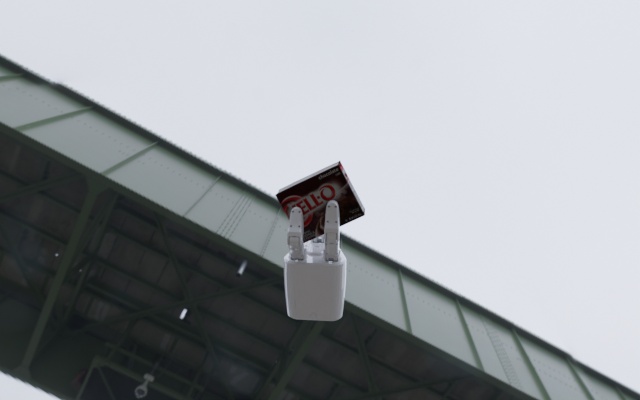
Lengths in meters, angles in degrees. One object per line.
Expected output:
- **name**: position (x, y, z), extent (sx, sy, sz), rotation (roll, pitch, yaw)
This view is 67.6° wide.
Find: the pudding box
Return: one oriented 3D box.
- **pudding box**: position (0.000, 0.002, 0.741), extent (0.113, 0.090, 0.039), rotation (-26, 14, 11)
